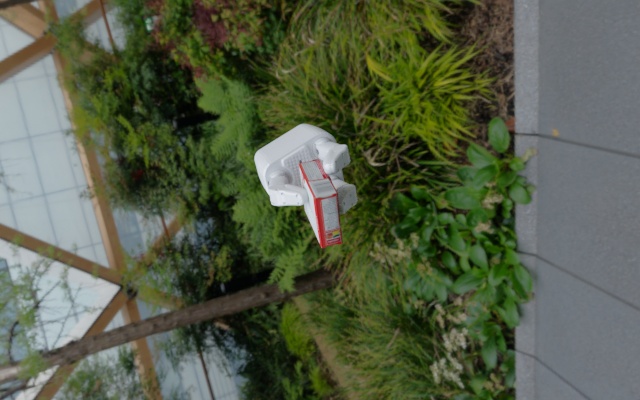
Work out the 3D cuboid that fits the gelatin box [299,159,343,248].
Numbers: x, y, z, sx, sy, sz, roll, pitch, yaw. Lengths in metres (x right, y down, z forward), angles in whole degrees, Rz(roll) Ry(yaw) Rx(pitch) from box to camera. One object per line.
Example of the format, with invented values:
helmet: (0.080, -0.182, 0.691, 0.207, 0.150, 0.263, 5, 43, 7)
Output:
gelatin box: (0.000, 0.002, 0.581, 0.030, 0.073, 0.089, -13, 34, -9)
